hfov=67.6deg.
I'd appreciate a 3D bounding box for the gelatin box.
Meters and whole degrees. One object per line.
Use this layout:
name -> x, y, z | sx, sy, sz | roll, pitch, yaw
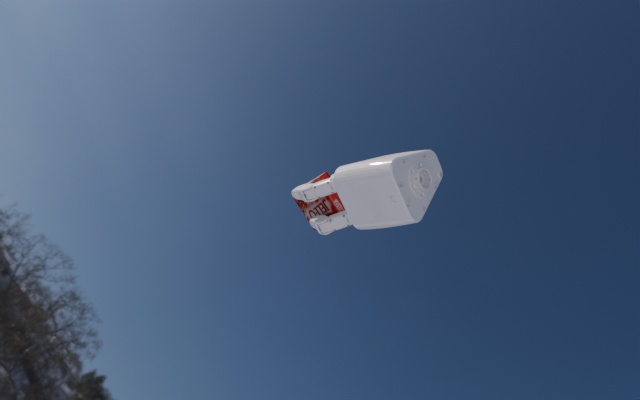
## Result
gelatin box -> 0.000, 0.002, 0.759 | 0.030, 0.073, 0.089 | -36, 5, -34
